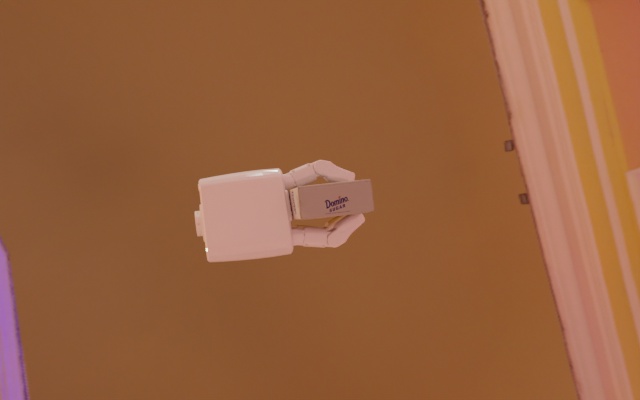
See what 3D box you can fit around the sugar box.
[{"bbox_3d":[0.000,0.003,0.643,0.093,0.048,0.176,-6,2,-12],"label":"sugar box"}]
